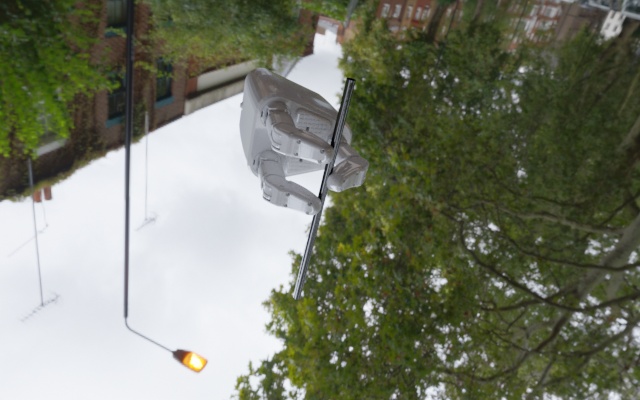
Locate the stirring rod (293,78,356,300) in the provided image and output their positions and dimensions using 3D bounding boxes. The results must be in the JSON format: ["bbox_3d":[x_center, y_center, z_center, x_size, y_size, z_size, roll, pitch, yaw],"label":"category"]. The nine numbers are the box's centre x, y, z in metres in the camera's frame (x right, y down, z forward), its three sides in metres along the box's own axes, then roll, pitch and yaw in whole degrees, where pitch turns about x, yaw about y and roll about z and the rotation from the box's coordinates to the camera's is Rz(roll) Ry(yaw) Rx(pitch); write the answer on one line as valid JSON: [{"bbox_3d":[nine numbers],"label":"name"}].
[{"bbox_3d":[0.000,0.001,0.455,0.011,0.240,0.011,11,29,-6],"label":"stirring rod"}]
